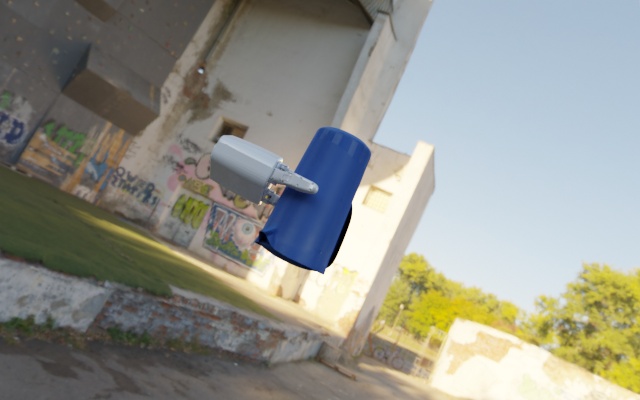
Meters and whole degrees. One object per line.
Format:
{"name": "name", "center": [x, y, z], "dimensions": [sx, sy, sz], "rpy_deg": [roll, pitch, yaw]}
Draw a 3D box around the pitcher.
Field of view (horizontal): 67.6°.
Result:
{"name": "pitcher", "center": [0.000, 0.003, 0.847], "dimensions": [0.145, 0.243, 0.149], "rpy_deg": [26, -8, 0]}
